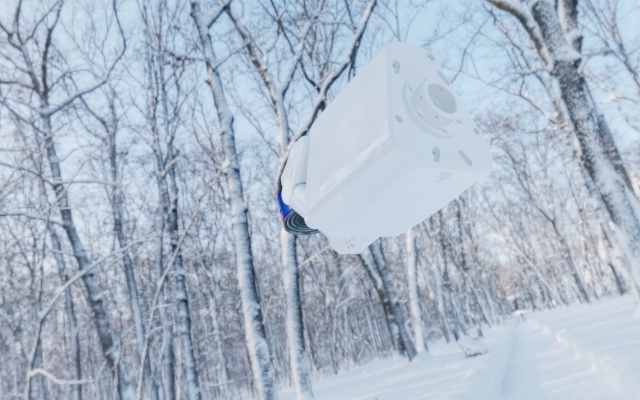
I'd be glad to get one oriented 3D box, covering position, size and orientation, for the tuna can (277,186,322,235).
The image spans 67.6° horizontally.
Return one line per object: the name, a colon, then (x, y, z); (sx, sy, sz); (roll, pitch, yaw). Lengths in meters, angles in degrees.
tuna can: (0.000, 0.001, 0.482); (0.086, 0.033, 0.086); (-14, -24, -7)
